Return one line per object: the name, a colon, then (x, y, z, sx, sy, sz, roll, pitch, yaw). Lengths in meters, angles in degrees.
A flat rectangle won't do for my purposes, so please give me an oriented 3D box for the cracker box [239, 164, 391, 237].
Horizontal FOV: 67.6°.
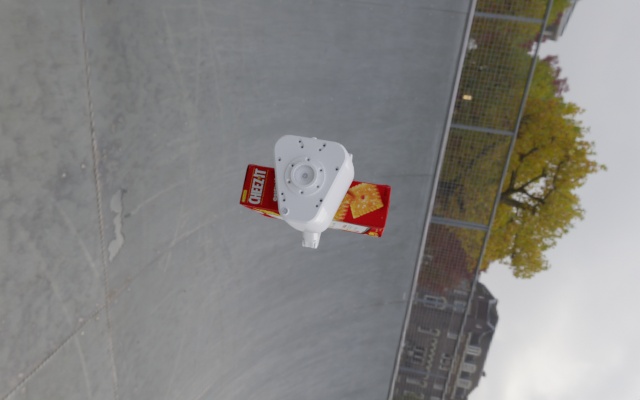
cracker box: (0.000, 0.003, 0.759, 0.213, 0.072, 0.164, 10, -7, 7)
